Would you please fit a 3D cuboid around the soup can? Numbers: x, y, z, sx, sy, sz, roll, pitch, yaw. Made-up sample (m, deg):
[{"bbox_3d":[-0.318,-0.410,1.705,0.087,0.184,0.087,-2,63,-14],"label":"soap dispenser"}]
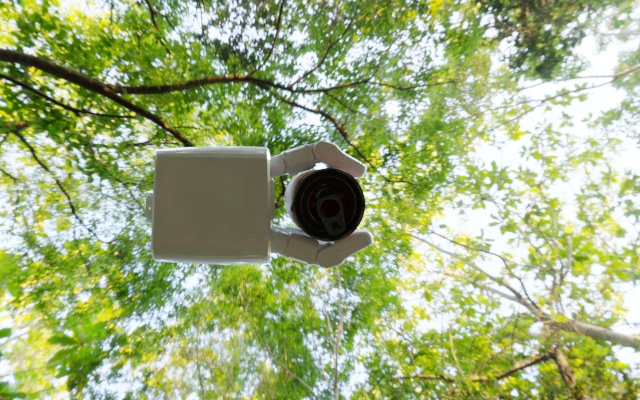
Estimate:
[{"bbox_3d":[0.001,0.001,0.485,0.068,0.068,0.102,0,3,-9],"label":"soup can"}]
